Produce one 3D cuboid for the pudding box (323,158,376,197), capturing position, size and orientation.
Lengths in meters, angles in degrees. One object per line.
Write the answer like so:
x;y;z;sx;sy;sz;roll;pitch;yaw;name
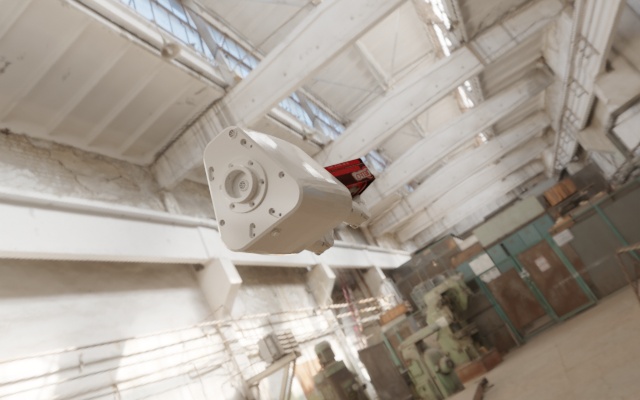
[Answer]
0.000;0.002;0.570;0.090;0.039;0.113;-17;-22;-41;pudding box
